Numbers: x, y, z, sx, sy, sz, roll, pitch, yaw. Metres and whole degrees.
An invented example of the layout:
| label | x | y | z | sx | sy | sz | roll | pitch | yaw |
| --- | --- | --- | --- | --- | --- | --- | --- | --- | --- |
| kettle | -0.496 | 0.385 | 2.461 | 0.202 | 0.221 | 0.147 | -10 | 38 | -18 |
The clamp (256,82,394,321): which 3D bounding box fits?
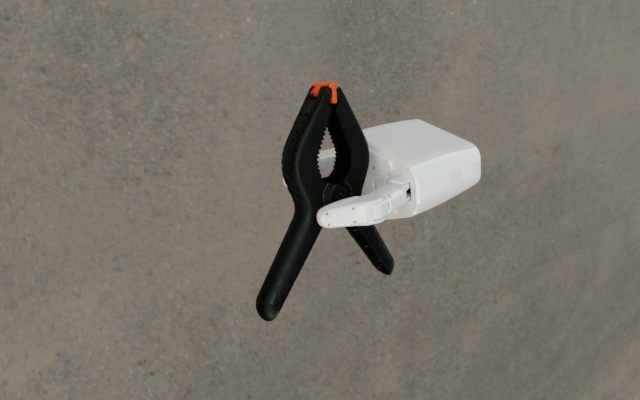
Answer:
| label | x | y | z | sx | sy | sz | roll | pitch | yaw |
| --- | --- | --- | --- | --- | --- | --- | --- | --- | --- |
| clamp | 0.001 | 0.001 | 0.437 | 0.164 | 0.210 | 0.036 | -21 | 22 | -36 |
